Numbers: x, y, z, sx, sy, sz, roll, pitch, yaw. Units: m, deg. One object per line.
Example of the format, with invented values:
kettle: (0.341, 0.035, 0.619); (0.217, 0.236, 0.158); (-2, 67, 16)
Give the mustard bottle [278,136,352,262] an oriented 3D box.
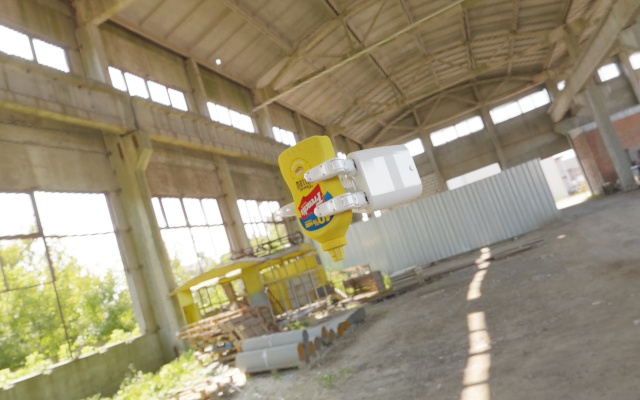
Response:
mustard bottle: (0.000, 0.002, 0.749); (0.096, 0.191, 0.058); (-24, -10, 37)
